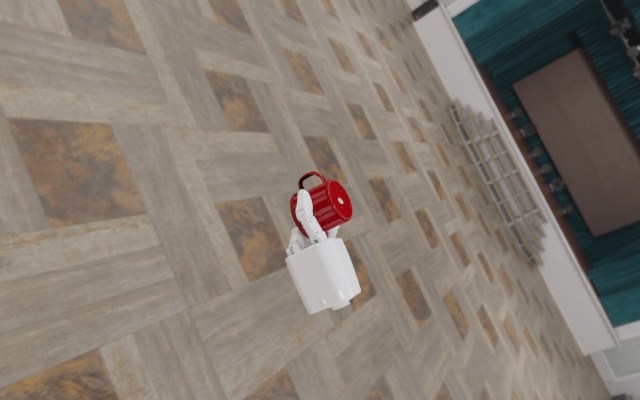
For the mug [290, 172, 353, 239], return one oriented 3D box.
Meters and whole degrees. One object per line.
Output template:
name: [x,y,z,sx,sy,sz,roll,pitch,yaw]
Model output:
mug: [0.000,0.001,0.867,0.081,0.117,0.093,-26,-8,26]
